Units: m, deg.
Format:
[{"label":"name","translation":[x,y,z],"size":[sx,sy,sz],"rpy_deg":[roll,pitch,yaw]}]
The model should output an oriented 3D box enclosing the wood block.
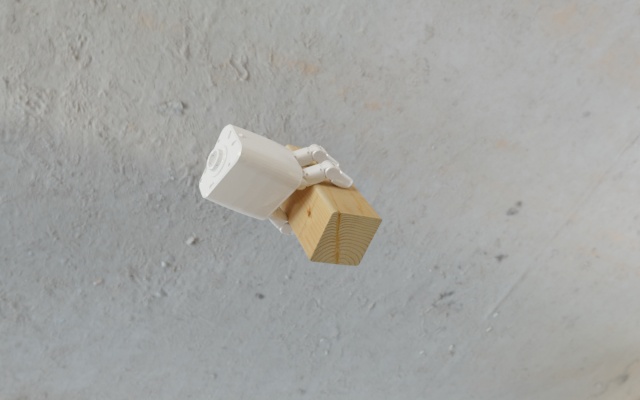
[{"label":"wood block","translation":[0.000,0.003,0.769],"size":[0.090,0.091,0.206],"rpy_deg":[9,28,-30]}]
